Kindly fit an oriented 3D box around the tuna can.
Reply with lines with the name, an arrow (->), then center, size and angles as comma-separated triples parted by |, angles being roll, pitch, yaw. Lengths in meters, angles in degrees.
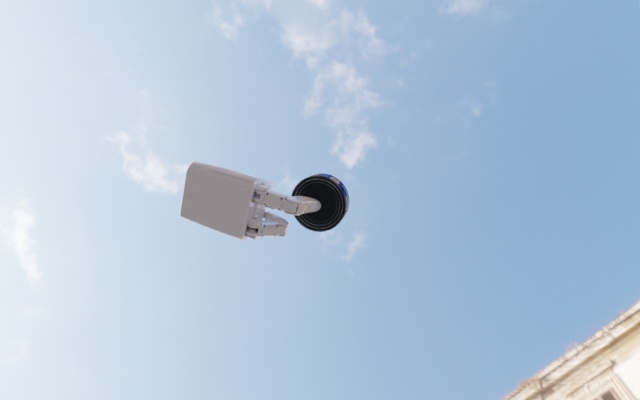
tuna can -> 0.000, 0.002, 0.725 | 0.086, 0.086, 0.033 | 0, 11, 15
